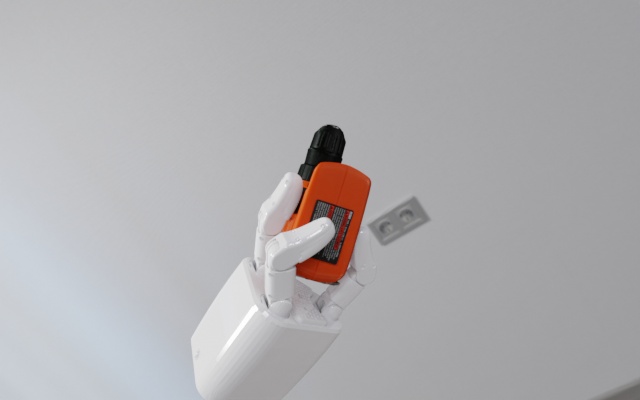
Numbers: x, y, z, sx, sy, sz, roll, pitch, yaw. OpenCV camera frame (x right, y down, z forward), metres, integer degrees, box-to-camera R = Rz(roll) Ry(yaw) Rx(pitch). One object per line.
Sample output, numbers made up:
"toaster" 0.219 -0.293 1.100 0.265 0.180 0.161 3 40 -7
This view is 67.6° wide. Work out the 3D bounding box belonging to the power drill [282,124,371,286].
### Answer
"power drill" 0.000 0.002 0.499 0.057 0.184 0.187 15 0 -7
